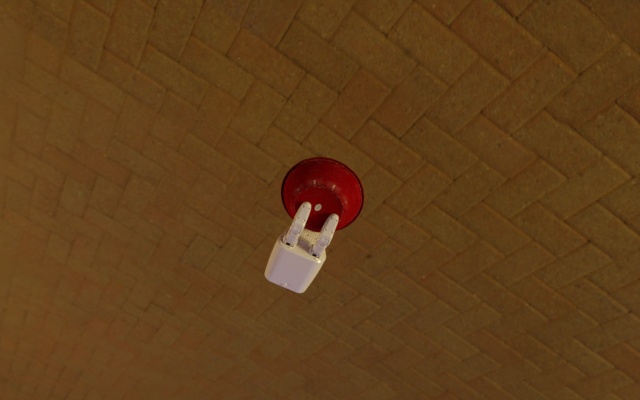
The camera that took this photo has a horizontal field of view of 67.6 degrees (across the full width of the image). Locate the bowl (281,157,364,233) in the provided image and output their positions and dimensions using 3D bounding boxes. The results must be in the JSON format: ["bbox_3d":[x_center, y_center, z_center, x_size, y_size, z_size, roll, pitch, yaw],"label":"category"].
[{"bbox_3d":[0.000,0.002,0.890,0.162,0.162,0.055,0,27,8],"label":"bowl"}]
